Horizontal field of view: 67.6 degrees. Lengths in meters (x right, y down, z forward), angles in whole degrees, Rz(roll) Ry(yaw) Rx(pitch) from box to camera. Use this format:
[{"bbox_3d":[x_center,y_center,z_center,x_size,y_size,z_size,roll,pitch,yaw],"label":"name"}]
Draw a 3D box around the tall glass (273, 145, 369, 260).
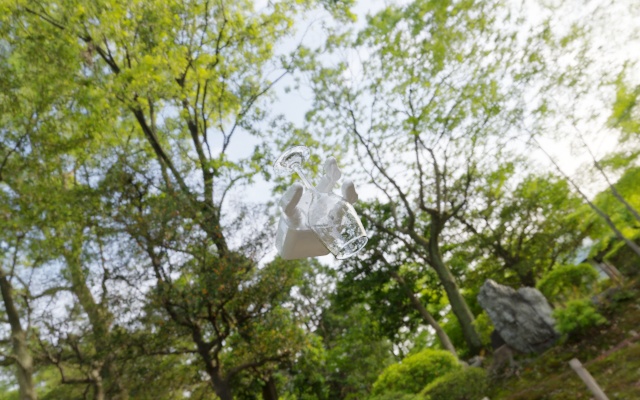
[{"bbox_3d":[0.000,0.002,0.798,0.079,0.201,0.079,-27,-27,-15],"label":"tall glass"}]
